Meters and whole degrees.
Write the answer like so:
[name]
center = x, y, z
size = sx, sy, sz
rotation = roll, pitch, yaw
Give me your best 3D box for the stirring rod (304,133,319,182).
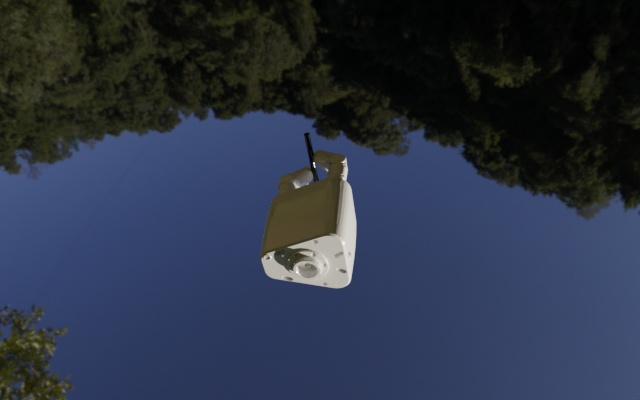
[stirring rod]
center = 0.000, 0.002, 0.729
size = 0.011, 0.240, 0.011
rotation = -7, 38, 6
